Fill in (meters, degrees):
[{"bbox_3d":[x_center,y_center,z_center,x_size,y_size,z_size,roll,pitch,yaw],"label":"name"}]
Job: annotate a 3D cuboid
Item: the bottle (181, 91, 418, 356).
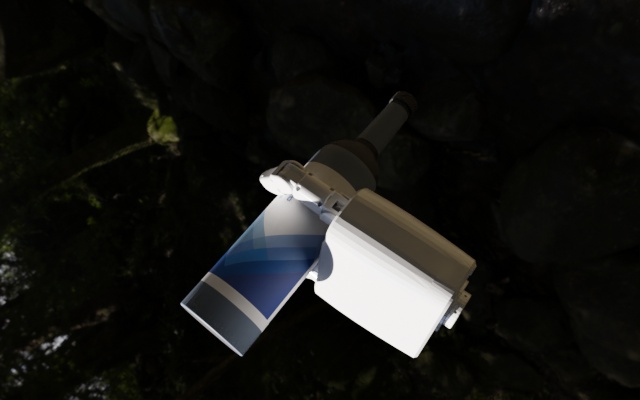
[{"bbox_3d":[0.000,0.002,0.441,0.069,0.295,0.069,34,-22,16],"label":"bottle"}]
